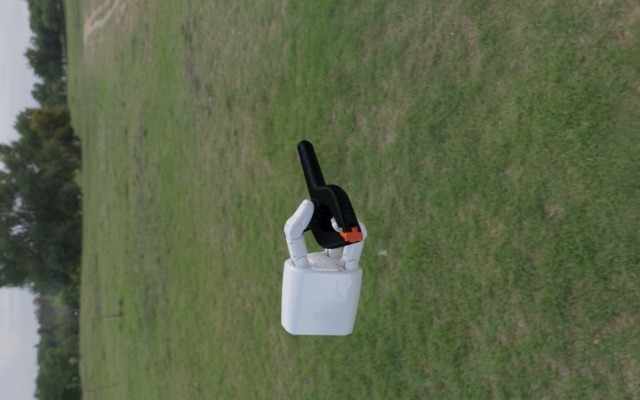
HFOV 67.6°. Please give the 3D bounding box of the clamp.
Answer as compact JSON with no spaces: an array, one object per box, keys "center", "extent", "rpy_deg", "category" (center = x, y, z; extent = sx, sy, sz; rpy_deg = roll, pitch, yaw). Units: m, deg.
[{"center":[0.000,0.003,0.713],"extent":[0.036,0.164,0.210],"rpy_deg":[0,14,-28],"category":"clamp"}]
